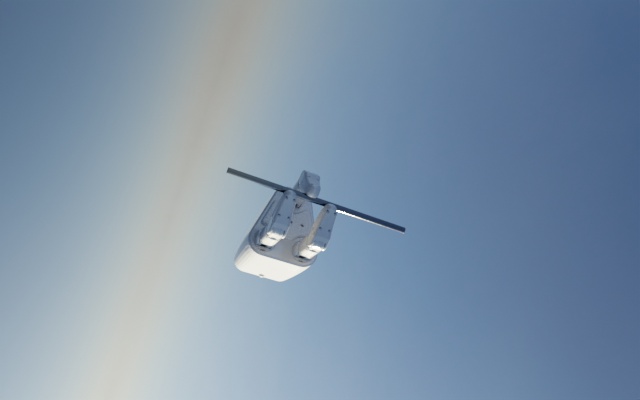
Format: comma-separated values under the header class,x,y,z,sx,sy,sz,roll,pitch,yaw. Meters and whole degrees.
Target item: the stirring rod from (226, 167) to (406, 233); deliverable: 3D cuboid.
class,x,y,z,sx,sy,sz,roll,pitch,yaw
stirring rod,0.000,0.002,0.594,0.239,0.011,0.011,19,-5,-16
